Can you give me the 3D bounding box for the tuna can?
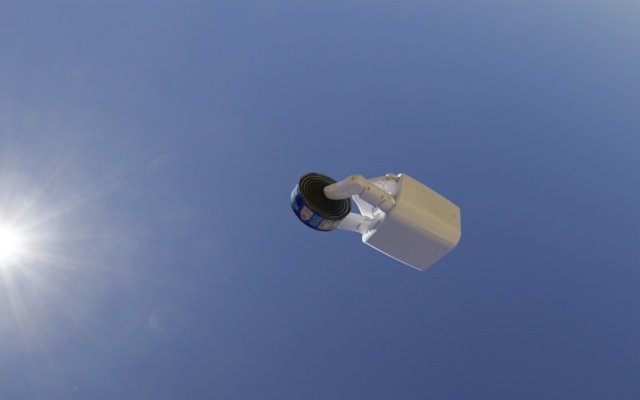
[{"bbox_3d":[0.000,0.003,0.689,0.086,0.086,0.034,0,-39,-37],"label":"tuna can"}]
